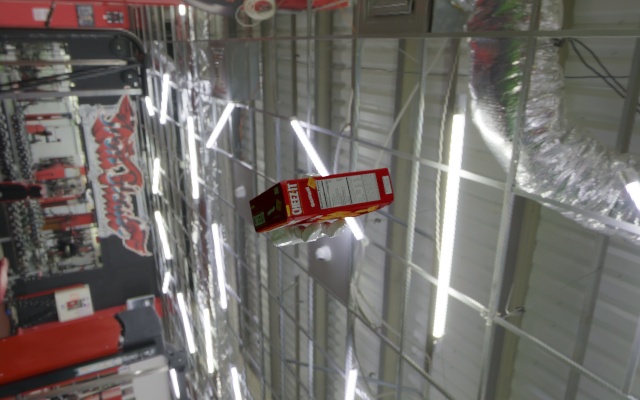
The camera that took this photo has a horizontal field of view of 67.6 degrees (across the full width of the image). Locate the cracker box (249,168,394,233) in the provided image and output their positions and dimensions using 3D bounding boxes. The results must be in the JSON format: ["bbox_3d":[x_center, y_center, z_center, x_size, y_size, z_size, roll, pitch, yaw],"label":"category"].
[{"bbox_3d":[0.000,0.003,0.866,0.213,0.072,0.164,-9,-7,-27],"label":"cracker box"}]
